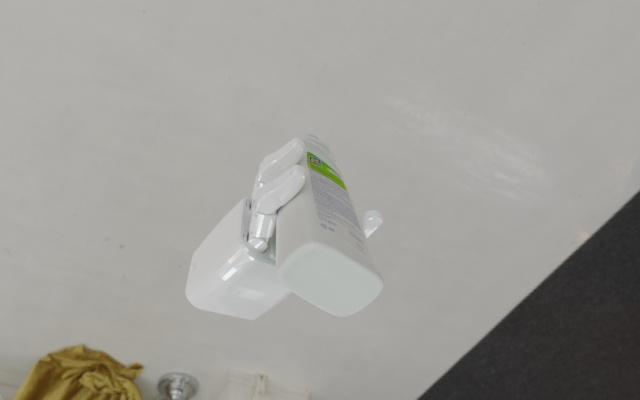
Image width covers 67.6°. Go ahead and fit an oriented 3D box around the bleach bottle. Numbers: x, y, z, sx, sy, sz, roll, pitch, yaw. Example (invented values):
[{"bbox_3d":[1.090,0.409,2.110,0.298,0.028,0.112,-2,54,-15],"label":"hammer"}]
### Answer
[{"bbox_3d":[0.000,0.002,0.530,0.102,0.068,0.250,35,26,-25],"label":"bleach bottle"}]
